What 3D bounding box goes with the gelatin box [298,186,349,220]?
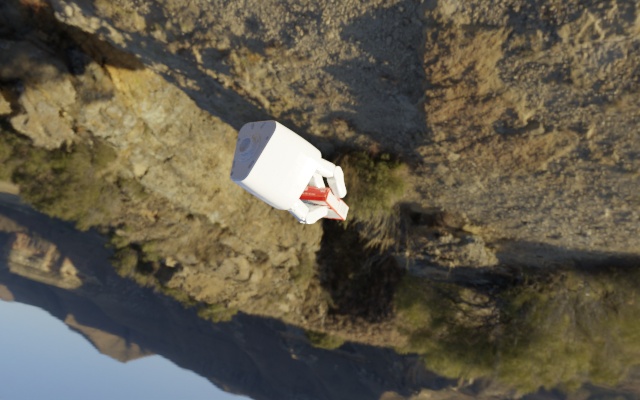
[{"bbox_3d":[0.000,0.003,0.876,0.073,0.030,0.089,6,-21,31],"label":"gelatin box"}]
